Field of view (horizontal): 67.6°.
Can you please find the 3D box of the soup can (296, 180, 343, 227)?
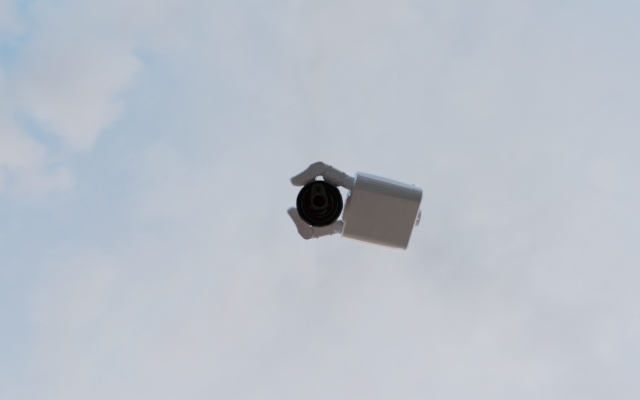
[{"bbox_3d":[0.000,0.002,0.730,0.068,0.068,0.102,0,3,2],"label":"soup can"}]
